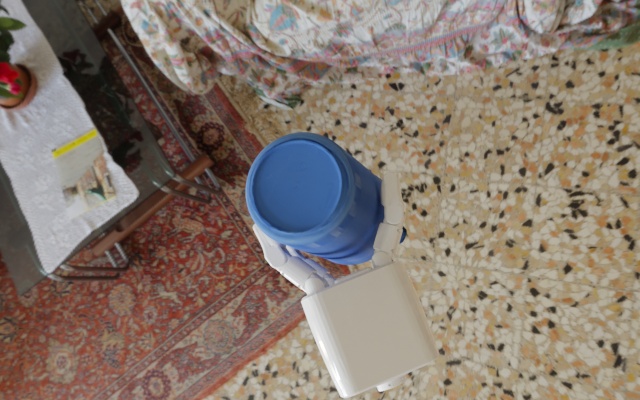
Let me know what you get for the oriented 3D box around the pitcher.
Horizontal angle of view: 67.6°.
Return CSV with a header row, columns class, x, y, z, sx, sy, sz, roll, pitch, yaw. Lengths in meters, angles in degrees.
class,x,y,z,sx,sy,sz,roll,pitch,yaw
pitcher,0.000,0.002,0.552,0.149,0.145,0.243,-24,-14,11
